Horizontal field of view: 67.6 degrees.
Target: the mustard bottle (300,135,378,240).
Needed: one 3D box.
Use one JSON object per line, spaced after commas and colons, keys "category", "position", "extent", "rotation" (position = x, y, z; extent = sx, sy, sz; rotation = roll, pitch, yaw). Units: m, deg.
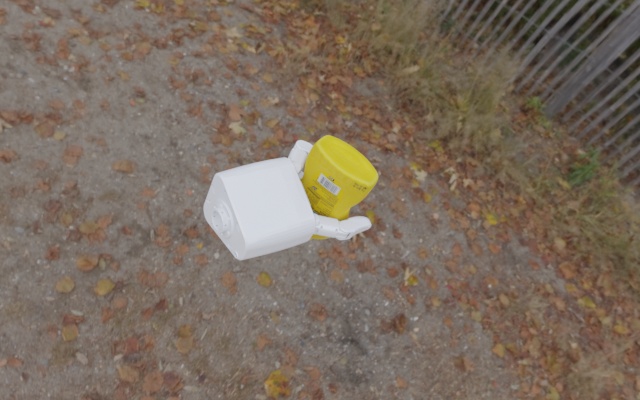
{"category": "mustard bottle", "position": [0.000, 0.002, 0.690], "extent": [0.058, 0.096, 0.192], "rotation": [-47, -7, -45]}
